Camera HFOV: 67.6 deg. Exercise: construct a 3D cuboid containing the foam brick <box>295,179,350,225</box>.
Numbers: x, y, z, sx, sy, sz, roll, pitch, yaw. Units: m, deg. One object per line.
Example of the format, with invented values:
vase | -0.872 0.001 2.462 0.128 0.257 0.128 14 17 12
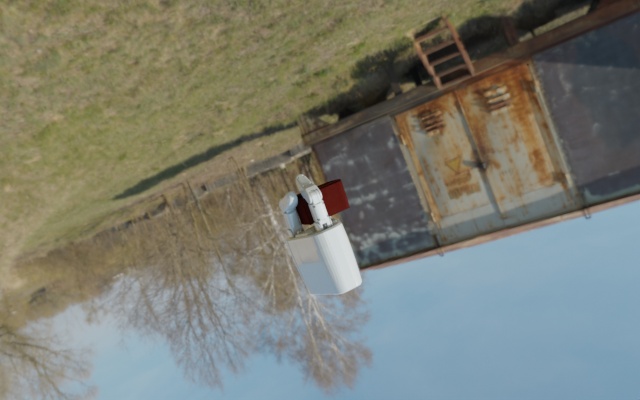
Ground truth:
foam brick | 0.000 0.002 0.803 0.078 0.051 0.053 -23 6 -19
